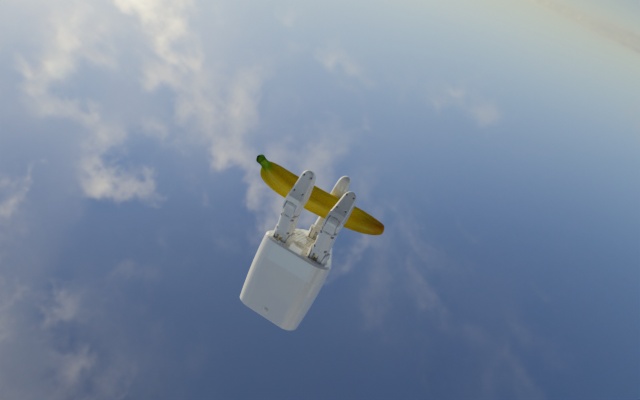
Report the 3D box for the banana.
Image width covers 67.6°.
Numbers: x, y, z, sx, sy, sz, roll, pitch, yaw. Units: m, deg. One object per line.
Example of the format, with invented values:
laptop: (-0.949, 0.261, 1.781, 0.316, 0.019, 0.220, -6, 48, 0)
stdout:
banana: (-0.006, -0.001, 0.656, 0.198, 0.037, 0.069, 28, -1, -11)
